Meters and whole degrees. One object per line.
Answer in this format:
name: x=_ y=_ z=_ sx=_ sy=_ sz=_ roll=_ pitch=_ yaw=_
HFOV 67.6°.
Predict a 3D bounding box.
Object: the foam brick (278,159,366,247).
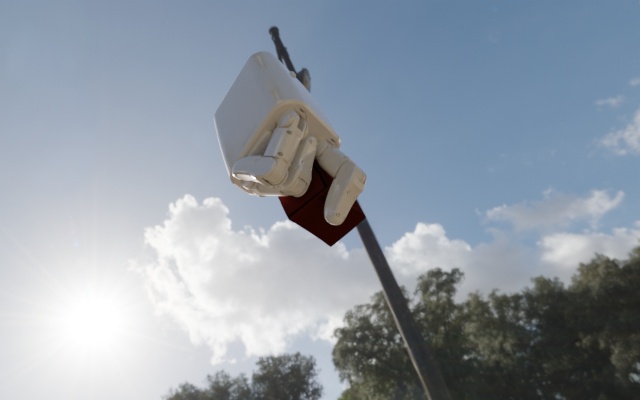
foam brick: x=0.000 y=0.002 z=0.494 sx=0.053 sy=0.051 sz=0.078 roll=-39 pitch=-42 yaw=12
